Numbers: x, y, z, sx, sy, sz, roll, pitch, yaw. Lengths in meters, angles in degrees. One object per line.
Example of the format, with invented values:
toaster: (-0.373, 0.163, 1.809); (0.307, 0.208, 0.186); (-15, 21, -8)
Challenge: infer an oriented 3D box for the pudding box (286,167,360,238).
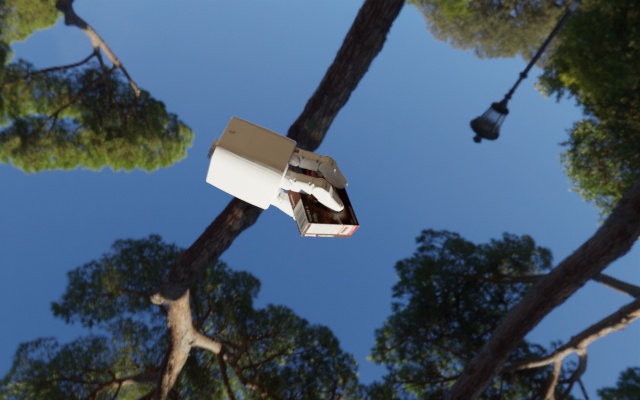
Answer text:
pudding box: (0.000, 0.003, 0.742); (0.090, 0.113, 0.039); (3, -38, -29)
